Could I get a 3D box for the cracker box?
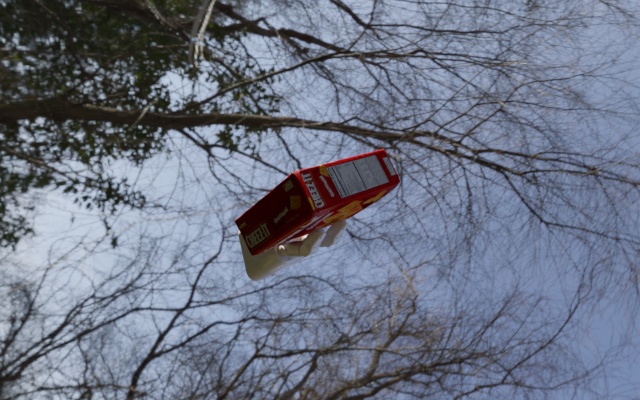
[{"bbox_3d":[0.000,0.002,0.745,0.213,0.072,0.164,-19,-12,-46],"label":"cracker box"}]
